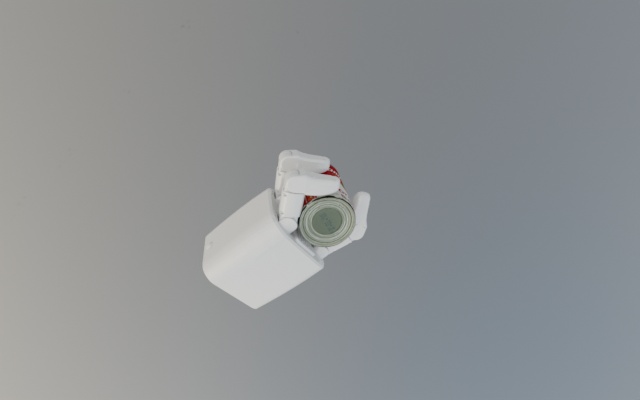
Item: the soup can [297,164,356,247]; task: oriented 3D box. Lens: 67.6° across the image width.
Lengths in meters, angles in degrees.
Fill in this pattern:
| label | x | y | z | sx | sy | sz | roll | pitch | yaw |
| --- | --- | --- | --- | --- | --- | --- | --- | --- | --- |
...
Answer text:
| label | x | y | z | sx | sy | sz | roll | pitch | yaw |
| --- | --- | --- | --- | --- | --- | --- | --- | --- | --- |
| soup can | 0.001 | 0.002 | 0.577 | 0.068 | 0.068 | 0.102 | 0 | 28 | -10 |
